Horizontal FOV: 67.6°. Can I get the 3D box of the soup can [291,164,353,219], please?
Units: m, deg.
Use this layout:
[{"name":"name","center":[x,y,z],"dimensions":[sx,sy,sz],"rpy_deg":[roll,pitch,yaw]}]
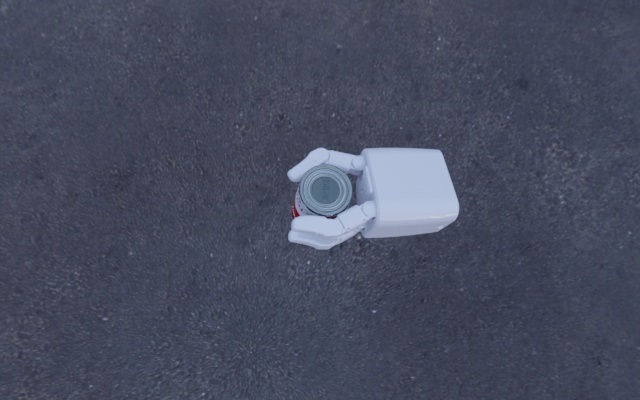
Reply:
[{"name":"soup can","center":[0.000,0.002,0.619],"dimensions":[0.068,0.068,0.102],"rpy_deg":[0,-17,-8]}]
